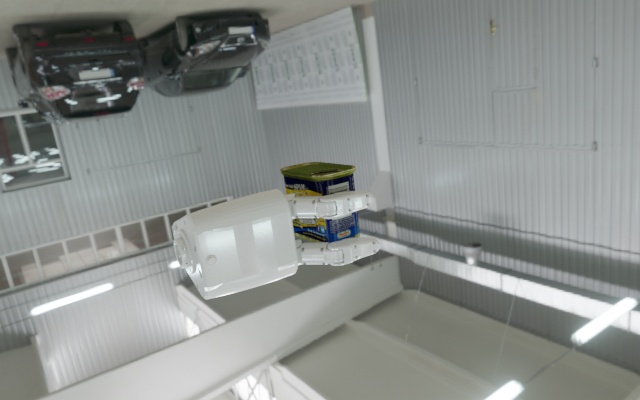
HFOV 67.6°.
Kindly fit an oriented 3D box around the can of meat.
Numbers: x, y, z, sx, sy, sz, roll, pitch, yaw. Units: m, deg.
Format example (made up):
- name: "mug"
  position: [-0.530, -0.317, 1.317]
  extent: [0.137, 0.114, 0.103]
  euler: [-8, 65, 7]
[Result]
- name: "can of meat"
  position: [0.000, 0.002, 0.570]
  extent: [0.057, 0.084, 0.102]
  euler: [-16, 16, -32]
